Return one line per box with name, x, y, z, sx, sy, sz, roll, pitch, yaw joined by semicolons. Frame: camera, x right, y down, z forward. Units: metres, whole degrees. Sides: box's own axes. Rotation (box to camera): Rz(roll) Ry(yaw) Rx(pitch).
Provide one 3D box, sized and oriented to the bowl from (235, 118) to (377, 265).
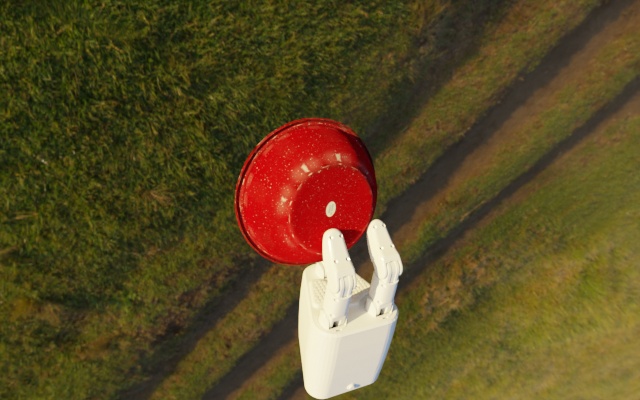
bowl;0.000;0.001;0.478;0.162;0.162;0.055;0;18;-28
